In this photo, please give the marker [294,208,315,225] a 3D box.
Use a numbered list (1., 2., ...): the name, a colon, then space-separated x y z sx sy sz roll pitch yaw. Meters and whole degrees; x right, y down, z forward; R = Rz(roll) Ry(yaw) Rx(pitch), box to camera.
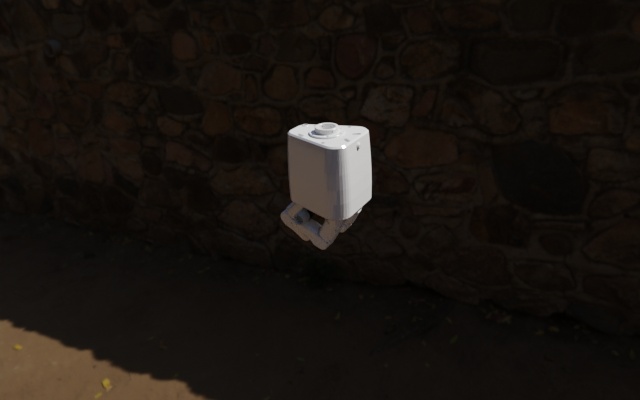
1. marker: 0.000 0.002 0.723 0.020 0.020 0.121 0 24 35
